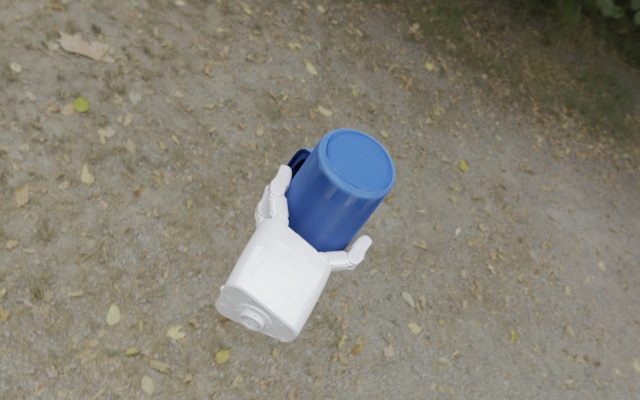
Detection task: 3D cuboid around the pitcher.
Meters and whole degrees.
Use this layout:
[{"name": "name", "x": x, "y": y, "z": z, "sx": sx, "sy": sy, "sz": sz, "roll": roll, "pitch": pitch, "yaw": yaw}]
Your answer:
[{"name": "pitcher", "x": 0.000, "y": 0.002, "z": 0.684, "sx": 0.149, "sy": 0.145, "sz": 0.243, "roll": 33, "pitch": -40, "yaw": -2}]
